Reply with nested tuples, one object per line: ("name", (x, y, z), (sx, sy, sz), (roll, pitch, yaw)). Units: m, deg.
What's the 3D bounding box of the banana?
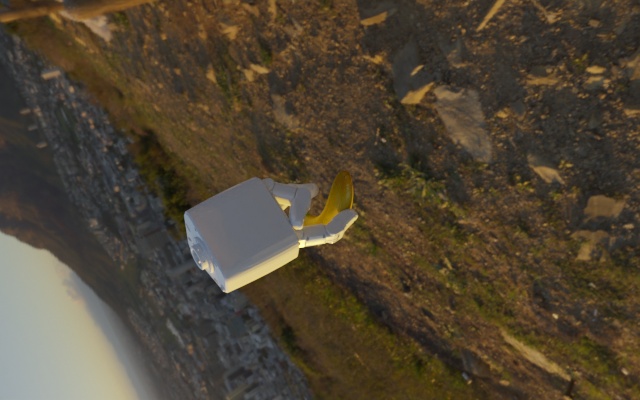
("banana", (0.008, 0.019, 0.712), (0.037, 0.069, 0.198), (-27, -5, -27))
